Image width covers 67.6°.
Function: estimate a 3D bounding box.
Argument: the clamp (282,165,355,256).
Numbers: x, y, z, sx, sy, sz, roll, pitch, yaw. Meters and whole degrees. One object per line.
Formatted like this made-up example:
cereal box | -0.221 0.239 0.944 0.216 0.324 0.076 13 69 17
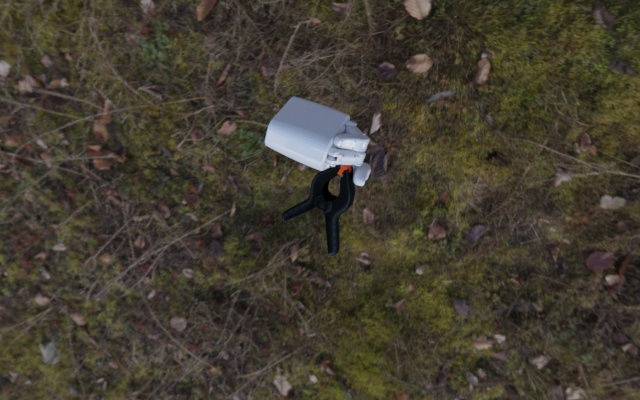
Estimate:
clamp | 0.000 0.003 0.821 0.120 0.171 0.039 24 25 11
